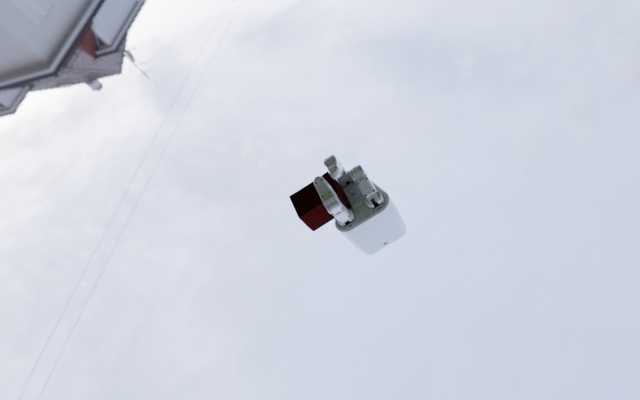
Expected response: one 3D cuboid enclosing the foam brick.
[{"bbox_3d":[0.000,0.003,0.772,0.078,0.053,0.051,-32,-40,9],"label":"foam brick"}]
